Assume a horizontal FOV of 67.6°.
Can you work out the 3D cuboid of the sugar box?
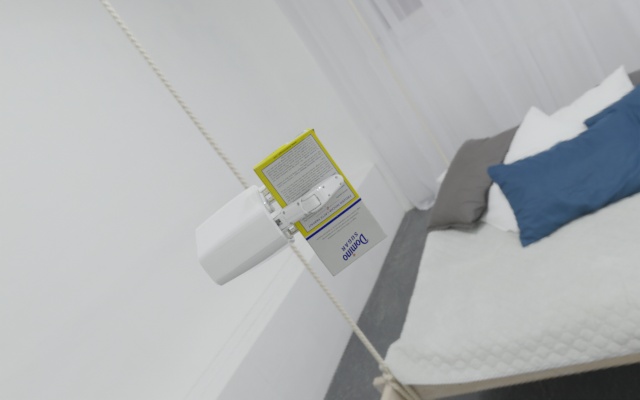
[{"bbox_3d":[0.000,0.002,0.630,0.093,0.176,0.048,-36,13,-3],"label":"sugar box"}]
